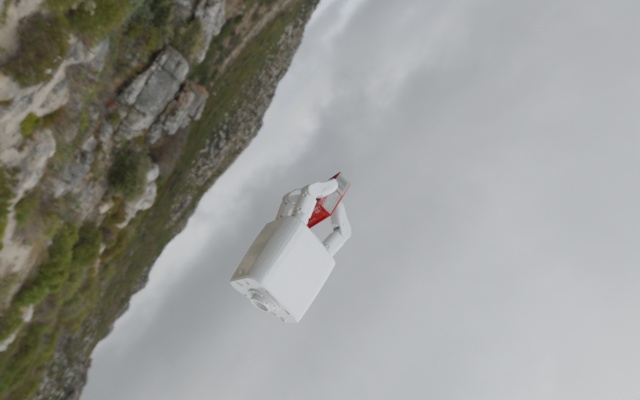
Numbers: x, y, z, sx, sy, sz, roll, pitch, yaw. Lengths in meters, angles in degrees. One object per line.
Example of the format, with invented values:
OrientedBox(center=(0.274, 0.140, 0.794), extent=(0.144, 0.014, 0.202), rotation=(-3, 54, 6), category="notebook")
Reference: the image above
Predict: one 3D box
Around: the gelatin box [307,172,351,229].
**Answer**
OrientedBox(center=(0.001, 0.003, 0.753), extent=(0.073, 0.030, 0.089), rotation=(-32, 17, 44), category="gelatin box")
